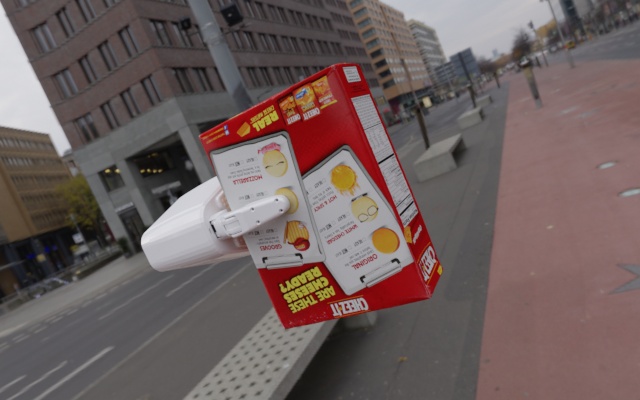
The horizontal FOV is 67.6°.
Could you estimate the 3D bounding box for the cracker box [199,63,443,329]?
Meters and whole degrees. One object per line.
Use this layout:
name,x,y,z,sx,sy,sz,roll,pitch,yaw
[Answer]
cracker box,0.000,0.001,0.460,0.164,0.214,0.072,-20,7,31
